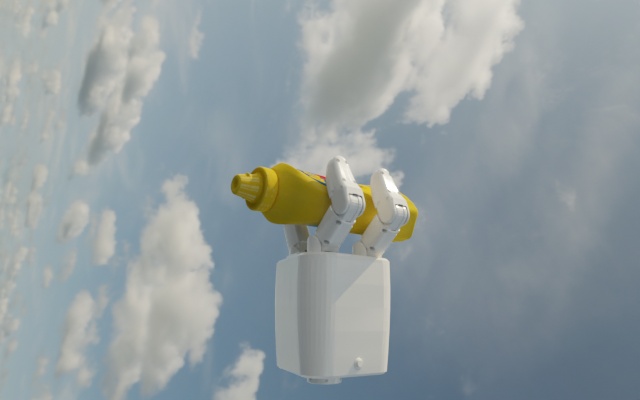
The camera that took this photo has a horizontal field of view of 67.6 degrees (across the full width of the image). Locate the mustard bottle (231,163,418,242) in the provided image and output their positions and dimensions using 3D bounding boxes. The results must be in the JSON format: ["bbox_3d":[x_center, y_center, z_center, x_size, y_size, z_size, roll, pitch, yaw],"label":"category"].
[{"bbox_3d":[0.000,0.001,0.478,0.191,0.058,0.096,11,8,-36],"label":"mustard bottle"}]
